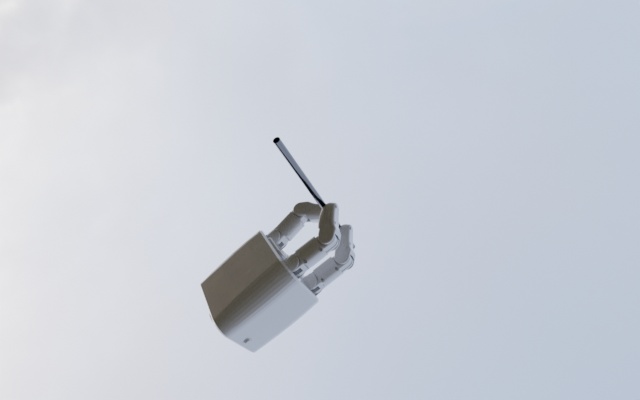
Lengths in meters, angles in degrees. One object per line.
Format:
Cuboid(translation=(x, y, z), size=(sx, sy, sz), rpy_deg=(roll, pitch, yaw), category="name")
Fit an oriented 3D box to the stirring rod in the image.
Cuboid(translation=(0.000, 0.002, 0.575), size=(0.011, 0.011, 0.240), rpy_deg=(0, -32, 26), category="stirring rod")
